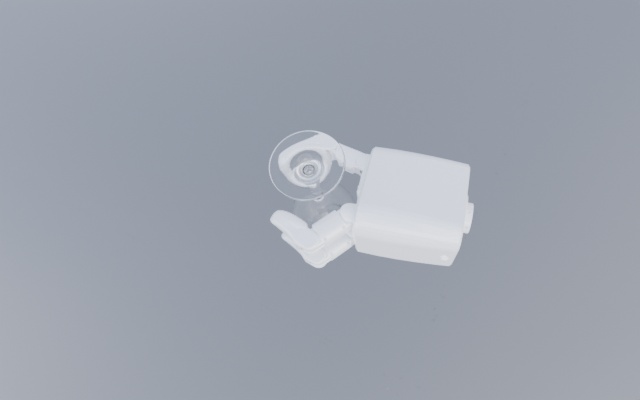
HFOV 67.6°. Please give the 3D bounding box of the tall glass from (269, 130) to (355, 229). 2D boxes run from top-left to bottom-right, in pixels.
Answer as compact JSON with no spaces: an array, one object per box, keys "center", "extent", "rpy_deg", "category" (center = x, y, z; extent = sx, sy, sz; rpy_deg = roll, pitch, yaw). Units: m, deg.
[{"center":[0.000,0.001,0.545],"extent":[0.079,0.079,0.201],"rpy_deg":[0,-21,8],"category":"tall glass"}]
